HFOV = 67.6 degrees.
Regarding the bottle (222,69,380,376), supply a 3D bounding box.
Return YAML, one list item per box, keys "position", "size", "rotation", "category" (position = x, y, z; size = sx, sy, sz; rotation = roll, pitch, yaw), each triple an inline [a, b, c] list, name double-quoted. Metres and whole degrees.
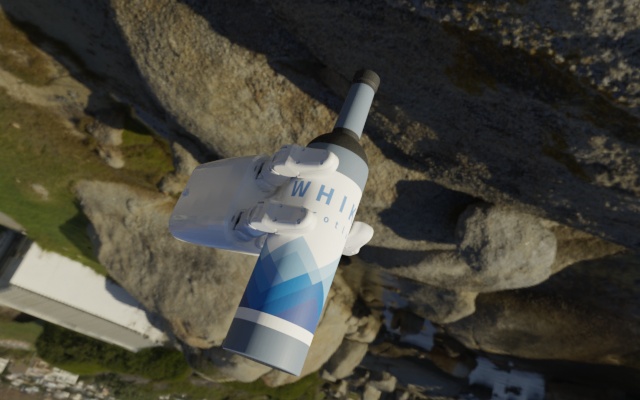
- position: [0.000, 0.002, 0.436]
  size: [0.069, 0.295, 0.069]
  rotation: [18, -22, 7]
  category: "bottle"
